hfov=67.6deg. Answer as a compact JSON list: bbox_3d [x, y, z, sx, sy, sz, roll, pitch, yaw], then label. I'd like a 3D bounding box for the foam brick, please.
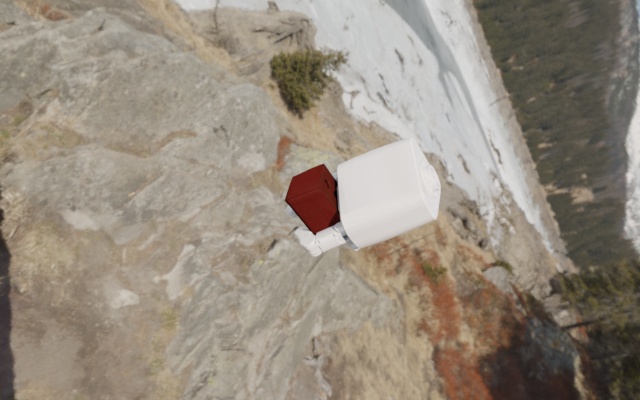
[{"bbox_3d":[0.000,0.002,0.616,0.051,0.078,0.053,-22,34,25],"label":"foam brick"}]
